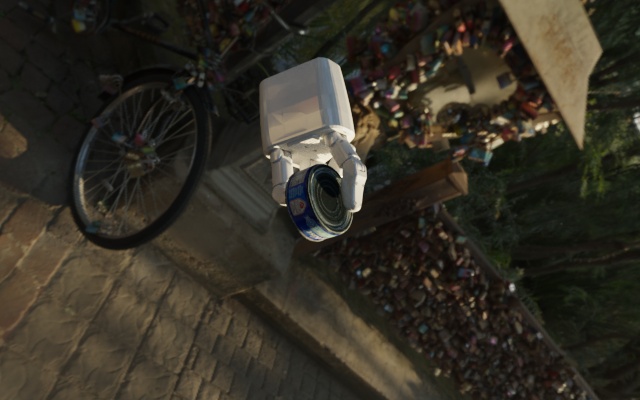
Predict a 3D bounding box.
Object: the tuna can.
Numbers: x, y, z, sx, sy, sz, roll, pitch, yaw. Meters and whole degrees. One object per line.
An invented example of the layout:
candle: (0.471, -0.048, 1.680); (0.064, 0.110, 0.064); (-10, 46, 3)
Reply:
tuna can: (0.001, 0.002, 0.547); (0.034, 0.086, 0.086); (-19, -11, 35)
